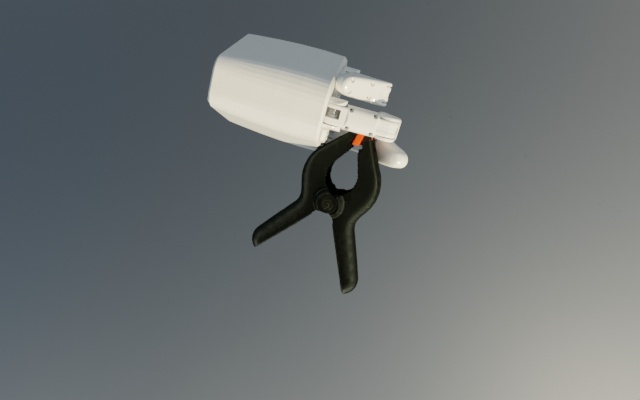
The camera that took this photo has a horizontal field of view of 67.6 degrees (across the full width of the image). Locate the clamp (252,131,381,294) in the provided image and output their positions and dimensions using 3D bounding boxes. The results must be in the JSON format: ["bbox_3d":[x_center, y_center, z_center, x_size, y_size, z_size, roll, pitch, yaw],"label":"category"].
[{"bbox_3d":[0.000,0.002,0.480,0.120,0.171,0.039,17,15,3],"label":"clamp"}]
